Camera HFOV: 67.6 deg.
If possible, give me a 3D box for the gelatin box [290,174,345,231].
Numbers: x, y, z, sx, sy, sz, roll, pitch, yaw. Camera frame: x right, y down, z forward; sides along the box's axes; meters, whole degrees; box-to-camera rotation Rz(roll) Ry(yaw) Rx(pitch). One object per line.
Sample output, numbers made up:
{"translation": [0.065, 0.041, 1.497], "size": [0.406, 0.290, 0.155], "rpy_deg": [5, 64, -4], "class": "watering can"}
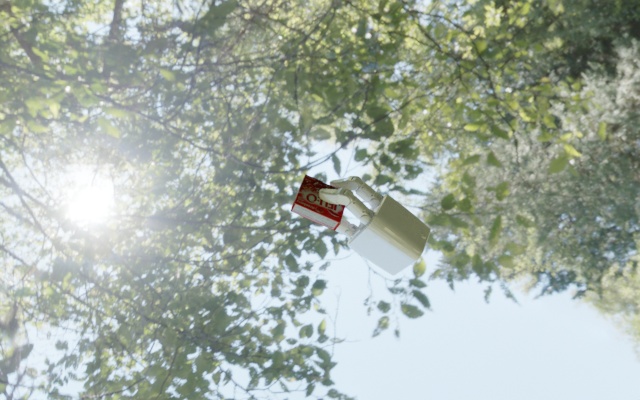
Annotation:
{"translation": [0.000, 0.003, 0.845], "size": [0.089, 0.073, 0.030], "rpy_deg": [24, -41, -6], "class": "gelatin box"}
